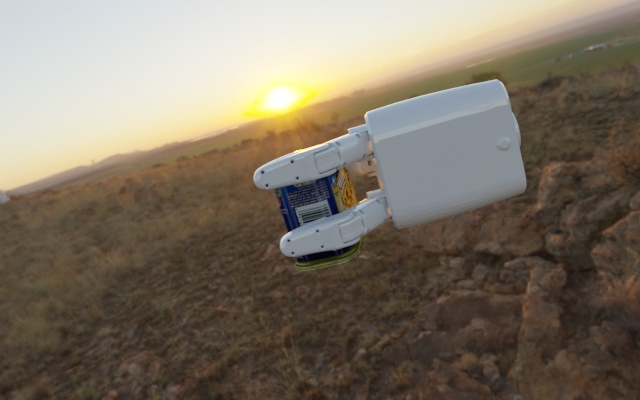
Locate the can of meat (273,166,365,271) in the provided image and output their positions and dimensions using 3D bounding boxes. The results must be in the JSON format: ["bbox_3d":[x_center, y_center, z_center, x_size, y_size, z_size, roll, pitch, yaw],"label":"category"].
[{"bbox_3d":[0.000,0.001,0.418,0.057,0.084,0.102,-14,13,14],"label":"can of meat"}]
